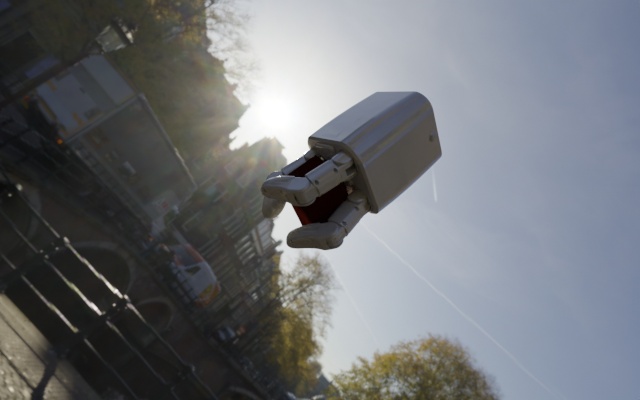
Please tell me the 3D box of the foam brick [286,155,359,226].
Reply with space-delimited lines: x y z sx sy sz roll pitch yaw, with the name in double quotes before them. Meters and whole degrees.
"foam brick" 0.000 0.002 0.526 0.051 0.078 0.053 -36 42 -13
